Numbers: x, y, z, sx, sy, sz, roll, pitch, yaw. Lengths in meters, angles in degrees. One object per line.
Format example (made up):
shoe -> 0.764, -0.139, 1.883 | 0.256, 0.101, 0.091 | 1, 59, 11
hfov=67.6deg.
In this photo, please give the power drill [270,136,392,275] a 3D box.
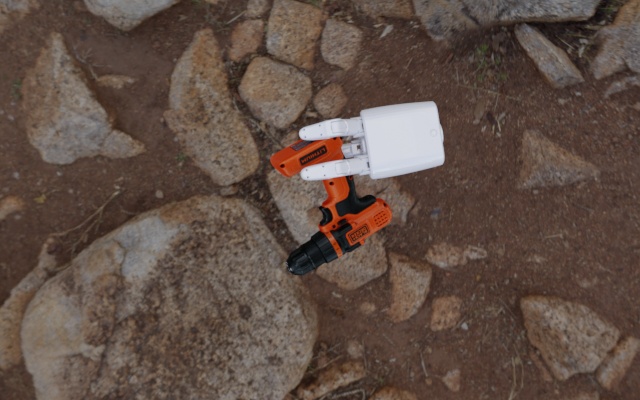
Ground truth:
power drill -> 0.000, 0.002, 0.710 | 0.184, 0.188, 0.057 | -32, 26, -11
